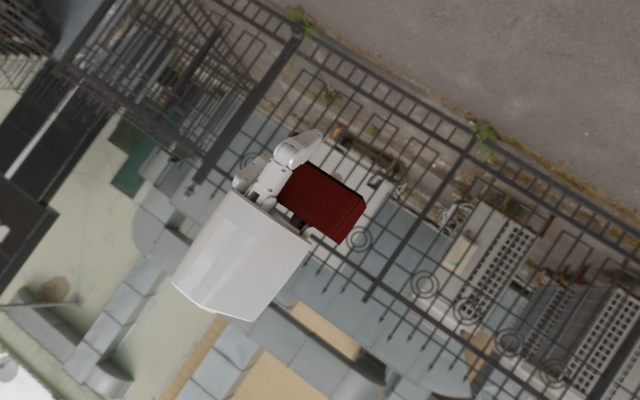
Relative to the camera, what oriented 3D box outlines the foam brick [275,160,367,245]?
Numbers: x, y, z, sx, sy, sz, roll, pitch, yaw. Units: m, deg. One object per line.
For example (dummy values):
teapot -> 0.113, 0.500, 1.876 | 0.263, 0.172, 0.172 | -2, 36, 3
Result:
foam brick -> 0.000, 0.002, 0.483 | 0.078, 0.051, 0.053 | 34, -5, 18
